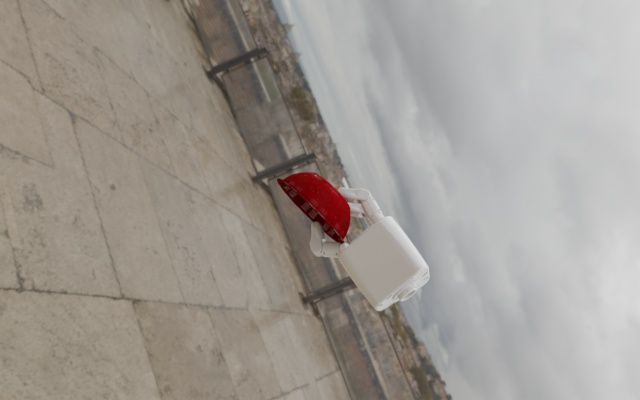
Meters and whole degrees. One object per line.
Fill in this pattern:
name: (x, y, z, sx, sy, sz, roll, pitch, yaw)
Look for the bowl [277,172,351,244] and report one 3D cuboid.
bowl: (-0.001, 0.001, 0.823, 0.162, 0.055, 0.162, 43, -8, 8)
